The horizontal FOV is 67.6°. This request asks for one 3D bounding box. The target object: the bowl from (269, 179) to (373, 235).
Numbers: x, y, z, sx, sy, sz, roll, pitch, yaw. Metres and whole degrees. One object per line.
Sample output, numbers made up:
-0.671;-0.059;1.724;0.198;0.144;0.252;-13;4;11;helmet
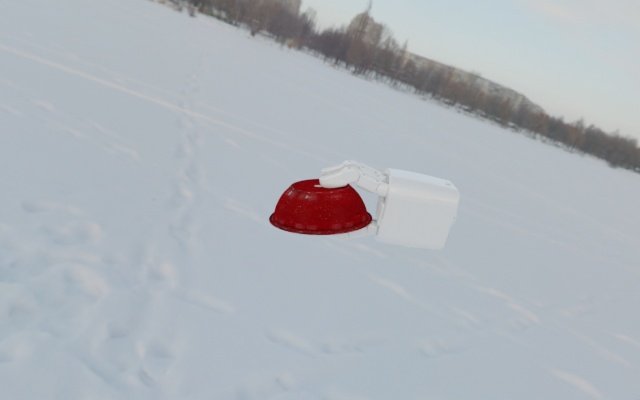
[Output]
-0.001;0.002;0.738;0.162;0.055;0.162;-1;15;0;bowl
